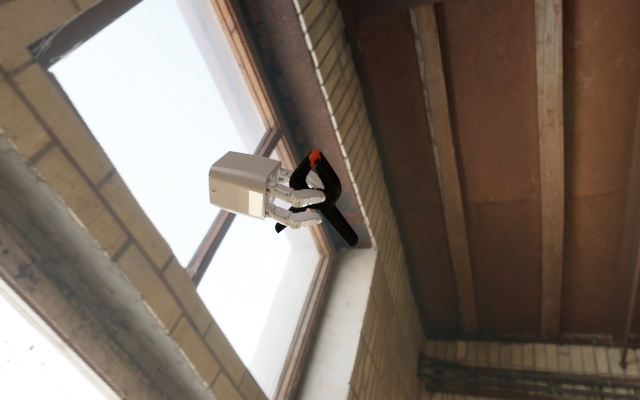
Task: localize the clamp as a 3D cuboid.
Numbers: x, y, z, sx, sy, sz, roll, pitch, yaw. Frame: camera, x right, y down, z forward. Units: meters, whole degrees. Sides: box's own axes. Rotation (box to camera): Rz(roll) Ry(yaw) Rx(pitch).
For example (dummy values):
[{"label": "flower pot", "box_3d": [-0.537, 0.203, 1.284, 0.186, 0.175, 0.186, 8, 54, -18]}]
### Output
[{"label": "clamp", "box_3d": [0.000, 0.002, 0.863, 0.164, 0.210, 0.036, 13, 43, 5]}]
